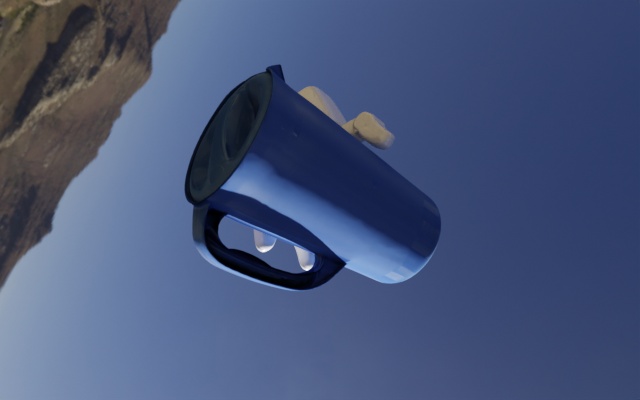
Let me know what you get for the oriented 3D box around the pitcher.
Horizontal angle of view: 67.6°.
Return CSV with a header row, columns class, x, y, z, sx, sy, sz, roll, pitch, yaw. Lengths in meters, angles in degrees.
class,x,y,z,sx,sy,sz,roll,pitch,yaw
pitcher,0.000,0.001,0.463,0.243,0.149,0.145,30,23,-31
